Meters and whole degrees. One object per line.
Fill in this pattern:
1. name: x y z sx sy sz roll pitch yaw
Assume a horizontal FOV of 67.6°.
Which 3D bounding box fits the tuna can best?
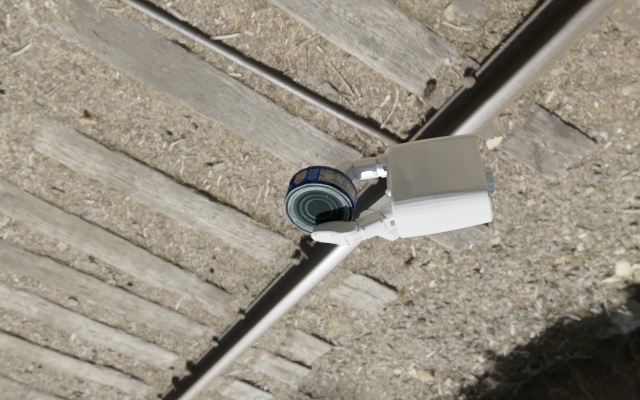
1. tuna can: 0.000 0.002 0.573 0.086 0.086 0.033 0 41 11
